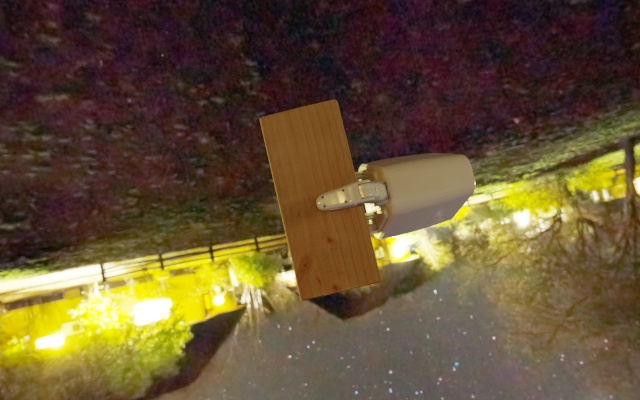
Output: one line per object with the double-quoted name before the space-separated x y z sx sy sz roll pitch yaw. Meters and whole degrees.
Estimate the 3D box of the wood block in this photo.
"wood block" 0.000 0.002 0.557 0.090 0.206 0.091 -14 -7 1
